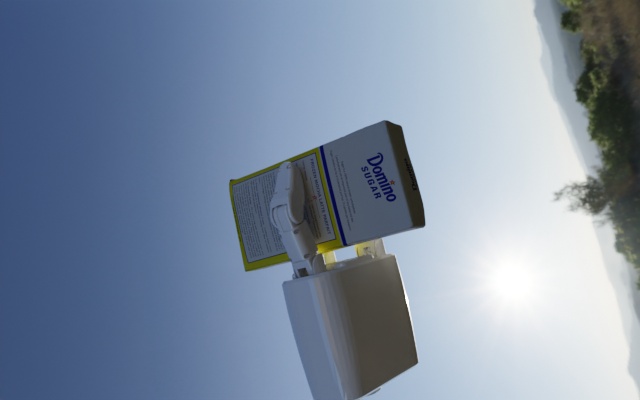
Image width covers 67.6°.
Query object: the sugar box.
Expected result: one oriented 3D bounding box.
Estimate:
[{"bbox_3d":[0.000,0.002,0.436,0.176,0.093,0.048,-17,-9,27],"label":"sugar box"}]
